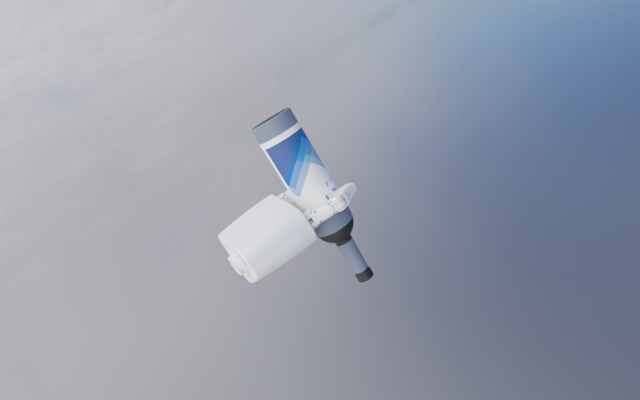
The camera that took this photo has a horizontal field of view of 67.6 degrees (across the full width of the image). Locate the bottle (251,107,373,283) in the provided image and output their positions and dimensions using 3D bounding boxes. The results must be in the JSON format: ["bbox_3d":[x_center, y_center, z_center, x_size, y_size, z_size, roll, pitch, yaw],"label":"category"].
[{"bbox_3d":[0.000,0.002,0.733,0.069,0.296,0.069,-29,15,8],"label":"bottle"}]
